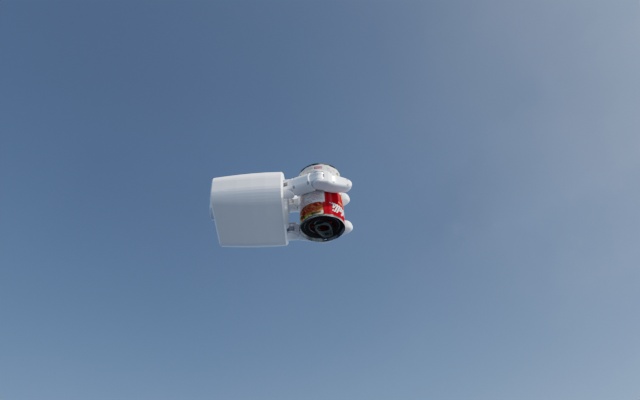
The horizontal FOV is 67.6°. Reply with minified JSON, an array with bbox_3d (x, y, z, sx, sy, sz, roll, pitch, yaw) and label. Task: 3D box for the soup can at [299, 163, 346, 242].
[{"bbox_3d":[0.001,0.002,0.726,0.068,0.102,0.069,-2,-38,-2],"label":"soup can"}]
